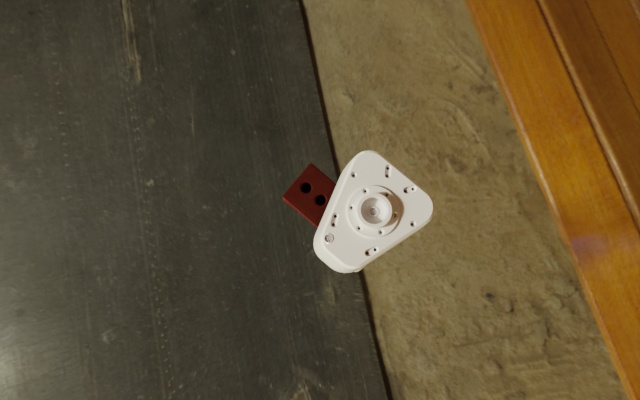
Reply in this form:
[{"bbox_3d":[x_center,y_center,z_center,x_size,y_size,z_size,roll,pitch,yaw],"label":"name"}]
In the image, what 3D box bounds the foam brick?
[{"bbox_3d":[0.000,0.002,0.570,0.078,0.053,0.051,40,-5,3],"label":"foam brick"}]
